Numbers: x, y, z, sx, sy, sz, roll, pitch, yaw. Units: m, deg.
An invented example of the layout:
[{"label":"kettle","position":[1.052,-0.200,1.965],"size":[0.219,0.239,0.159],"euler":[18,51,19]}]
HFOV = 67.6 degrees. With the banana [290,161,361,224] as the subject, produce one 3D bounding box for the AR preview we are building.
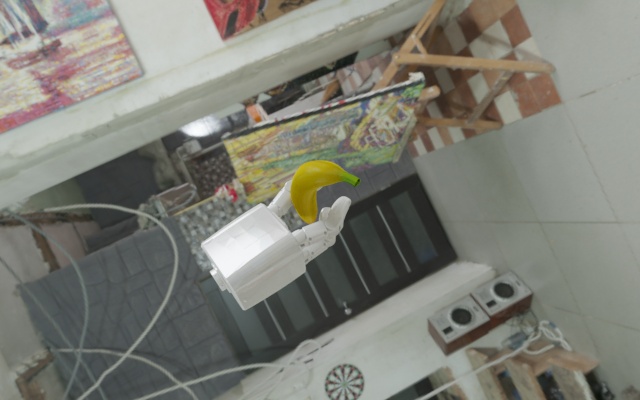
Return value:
[{"label":"banana","position":[-0.011,-0.013,0.658],"size":[0.037,0.069,0.198],"euler":[-41,-1,-23]}]
